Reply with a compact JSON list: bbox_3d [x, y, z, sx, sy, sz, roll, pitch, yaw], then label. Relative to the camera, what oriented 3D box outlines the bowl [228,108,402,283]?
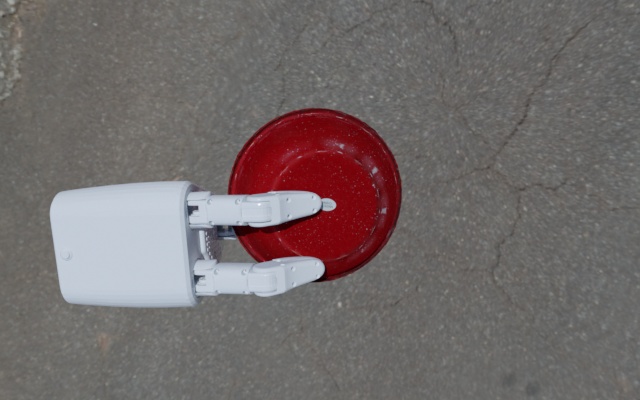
[{"bbox_3d":[0.001,0.001,0.413,0.162,0.162,0.055,0,9,-8],"label":"bowl"}]
